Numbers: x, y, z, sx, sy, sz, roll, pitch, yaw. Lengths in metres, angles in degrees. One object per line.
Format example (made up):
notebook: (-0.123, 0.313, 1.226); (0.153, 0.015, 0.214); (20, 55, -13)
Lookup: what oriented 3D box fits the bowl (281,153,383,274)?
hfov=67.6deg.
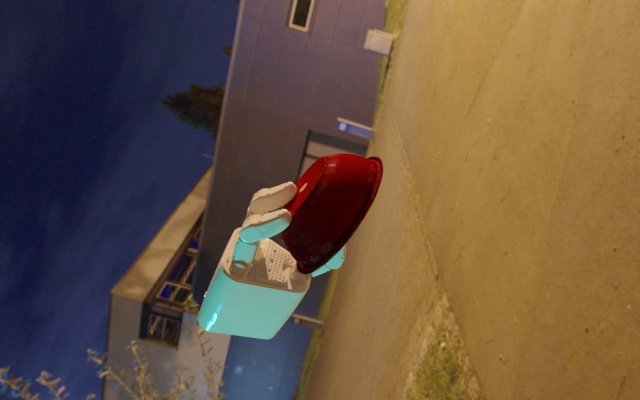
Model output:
bowl: (0.001, 0.001, 0.549); (0.055, 0.162, 0.162); (35, -10, -15)
